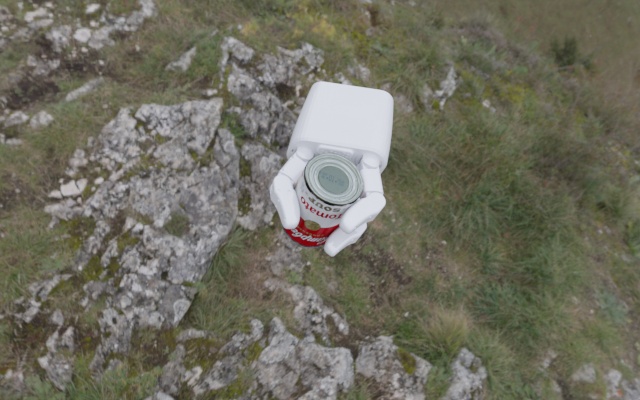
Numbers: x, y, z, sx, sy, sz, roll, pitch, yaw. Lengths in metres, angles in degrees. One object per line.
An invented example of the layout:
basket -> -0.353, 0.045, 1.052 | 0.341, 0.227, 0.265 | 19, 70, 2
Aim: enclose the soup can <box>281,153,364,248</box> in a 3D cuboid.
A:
soup can -> 0.000, 0.002, 0.539 | 0.068, 0.068, 0.102 | 0, -30, -20
